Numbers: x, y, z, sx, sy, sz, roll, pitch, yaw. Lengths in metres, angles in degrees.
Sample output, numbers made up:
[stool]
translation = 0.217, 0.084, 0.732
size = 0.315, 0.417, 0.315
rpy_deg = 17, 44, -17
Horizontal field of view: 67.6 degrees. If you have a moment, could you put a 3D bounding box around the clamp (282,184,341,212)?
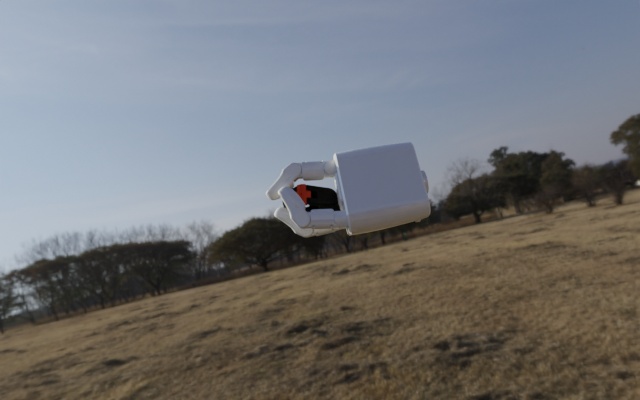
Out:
[clamp]
translation = 0.000, 0.002, 0.706
size = 0.120, 0.039, 0.171
rpy_deg = -10, -6, 0
